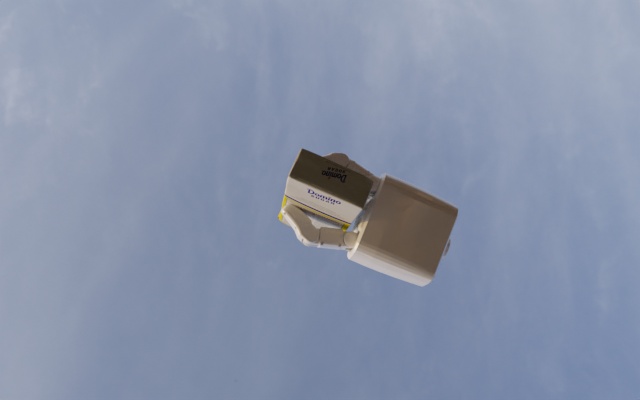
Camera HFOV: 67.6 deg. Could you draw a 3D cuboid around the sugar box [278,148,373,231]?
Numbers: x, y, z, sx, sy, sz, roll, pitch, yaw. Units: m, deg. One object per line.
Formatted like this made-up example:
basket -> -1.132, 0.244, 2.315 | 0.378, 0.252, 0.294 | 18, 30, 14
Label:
sugar box -> 0.000, 0.002, 0.610 | 0.093, 0.048, 0.176 | 24, -23, -1
